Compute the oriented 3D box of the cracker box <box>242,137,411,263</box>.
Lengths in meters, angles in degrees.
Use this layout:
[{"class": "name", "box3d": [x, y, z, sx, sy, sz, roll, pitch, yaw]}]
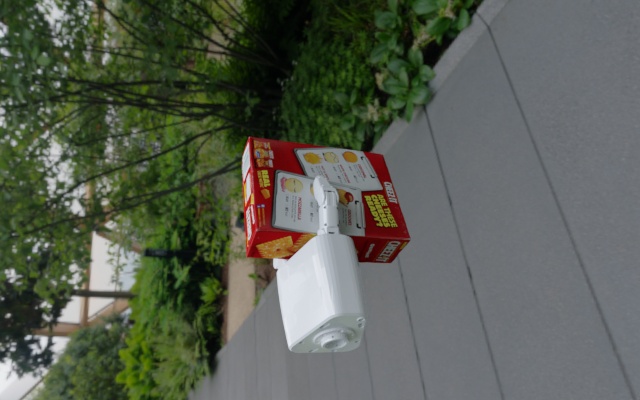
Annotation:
[{"class": "cracker box", "box3d": [0.000, 0.002, 0.675, 0.214, 0.164, 0.072, 5, -40, -20]}]
